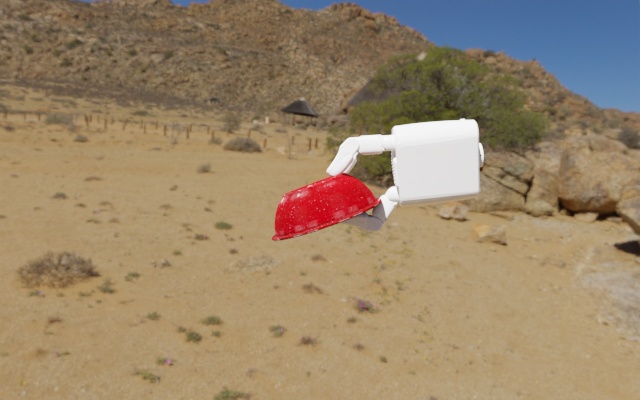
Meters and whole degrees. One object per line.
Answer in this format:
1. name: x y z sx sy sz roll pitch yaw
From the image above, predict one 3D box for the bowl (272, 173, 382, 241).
1. bowl: -0.001 0.002 0.660 0.162 0.055 0.162 -20 4 1
